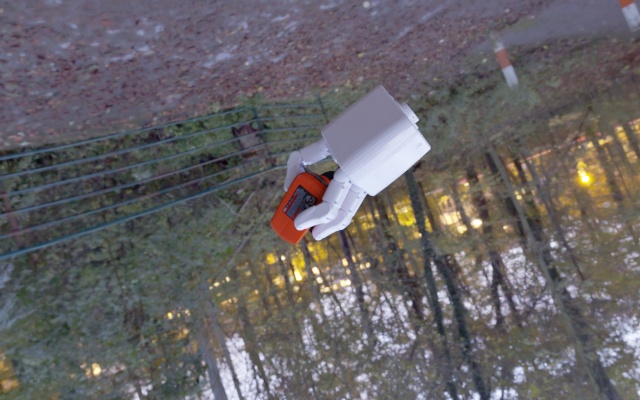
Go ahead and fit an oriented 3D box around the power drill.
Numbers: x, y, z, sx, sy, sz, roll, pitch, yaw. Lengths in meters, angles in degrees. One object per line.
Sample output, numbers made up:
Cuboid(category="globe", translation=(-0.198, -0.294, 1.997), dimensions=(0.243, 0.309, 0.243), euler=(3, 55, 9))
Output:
Cuboid(category="power drill", translation=(0.000, 0.002, 0.743), dimensions=(0.057, 0.184, 0.187), euler=(37, 27, 12))
